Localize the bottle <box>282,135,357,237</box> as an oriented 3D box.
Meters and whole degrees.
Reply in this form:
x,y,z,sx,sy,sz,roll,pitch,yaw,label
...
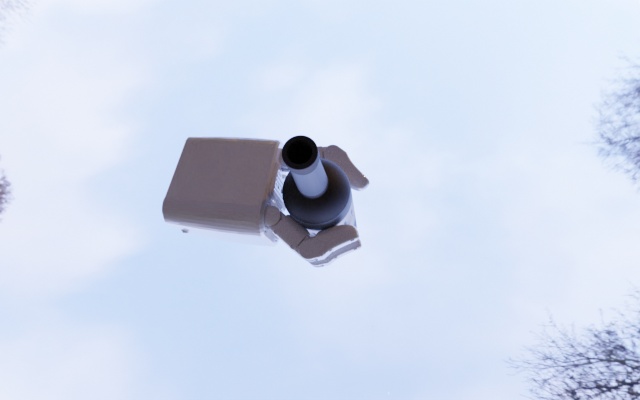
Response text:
x,y,z,sx,sy,sz,roll,pitch,yaw,label
0.000,0.002,0.493,0.069,0.069,0.296,0,-15,6,bottle
